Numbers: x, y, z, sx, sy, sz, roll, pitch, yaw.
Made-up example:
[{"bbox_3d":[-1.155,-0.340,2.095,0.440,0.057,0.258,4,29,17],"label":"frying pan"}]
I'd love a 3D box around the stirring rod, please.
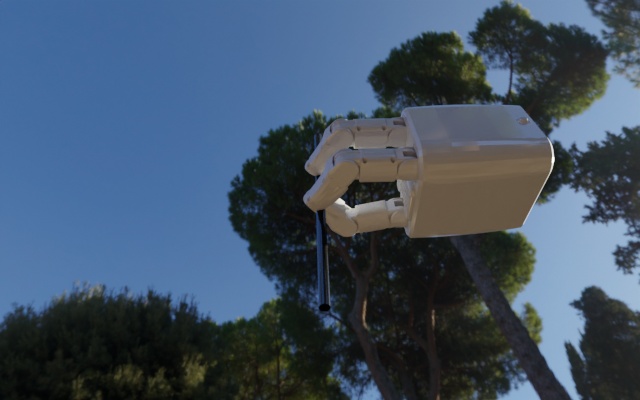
[{"bbox_3d":[0.000,0.001,0.417,0.011,0.011,0.239,0,36,-2],"label":"stirring rod"}]
